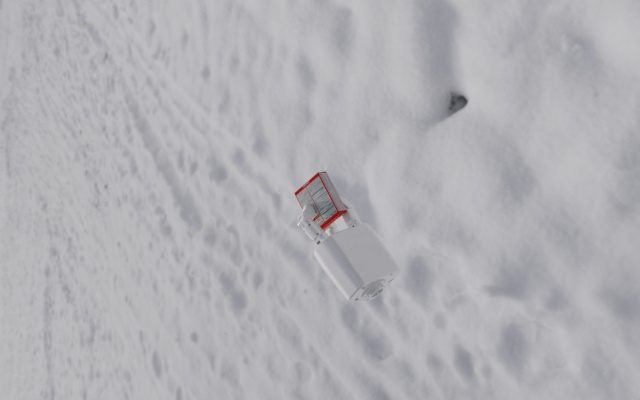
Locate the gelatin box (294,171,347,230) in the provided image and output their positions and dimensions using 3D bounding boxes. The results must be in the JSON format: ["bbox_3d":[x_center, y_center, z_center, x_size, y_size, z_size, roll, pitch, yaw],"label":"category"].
[{"bbox_3d":[0.000,0.003,0.883,0.030,0.089,0.073,-9,-24,-50],"label":"gelatin box"}]
